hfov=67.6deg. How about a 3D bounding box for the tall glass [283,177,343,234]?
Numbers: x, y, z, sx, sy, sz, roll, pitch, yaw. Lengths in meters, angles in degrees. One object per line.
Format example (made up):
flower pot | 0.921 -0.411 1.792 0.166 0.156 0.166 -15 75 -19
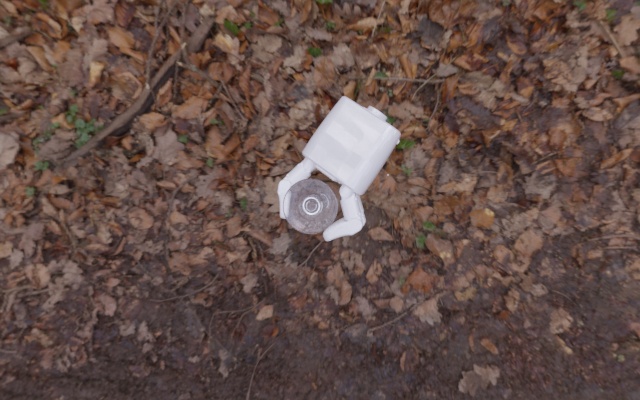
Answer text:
tall glass | 0.000 0.003 0.735 0.079 0.079 0.201 0 3 8
